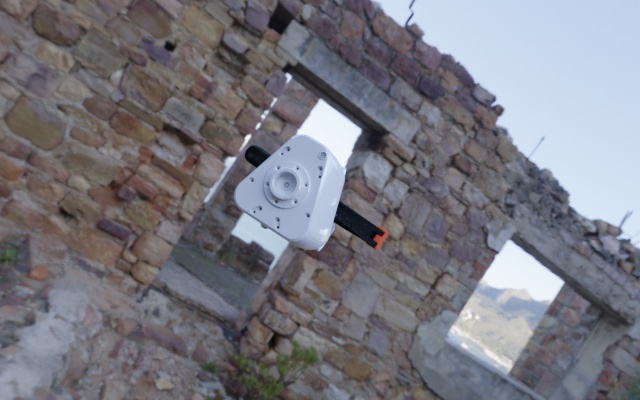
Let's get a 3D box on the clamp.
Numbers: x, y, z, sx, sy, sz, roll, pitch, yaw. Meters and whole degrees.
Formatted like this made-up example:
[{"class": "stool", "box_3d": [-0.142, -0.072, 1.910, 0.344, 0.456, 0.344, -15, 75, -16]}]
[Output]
[{"class": "clamp", "box_3d": [0.001, 0.002, 0.674, 0.210, 0.036, 0.164, 33, -3, 12]}]
